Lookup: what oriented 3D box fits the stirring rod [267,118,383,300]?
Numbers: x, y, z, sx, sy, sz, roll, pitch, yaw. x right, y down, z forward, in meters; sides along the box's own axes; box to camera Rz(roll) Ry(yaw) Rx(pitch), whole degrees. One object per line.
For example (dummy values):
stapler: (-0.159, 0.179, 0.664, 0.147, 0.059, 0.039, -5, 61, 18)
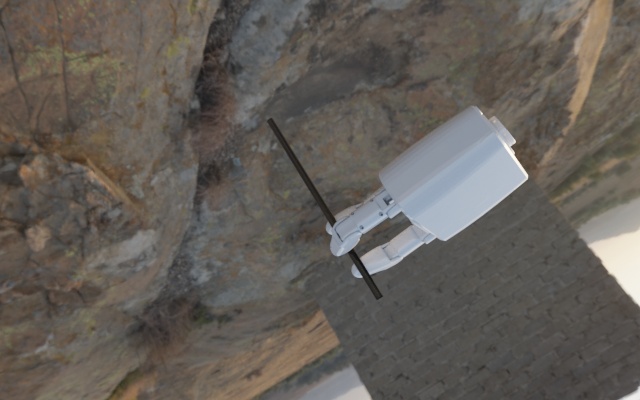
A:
stirring rod: (0.000, 0.002, 0.519, 0.011, 0.239, 0.011, -27, -21, -11)
